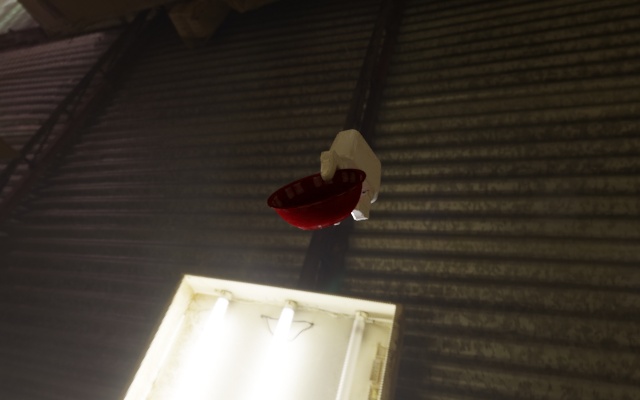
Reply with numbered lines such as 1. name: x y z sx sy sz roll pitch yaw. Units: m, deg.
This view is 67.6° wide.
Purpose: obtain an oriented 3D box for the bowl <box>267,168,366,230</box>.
1. bowl: 0.000 0.003 0.756 0.162 0.055 0.162 -15 17 5
